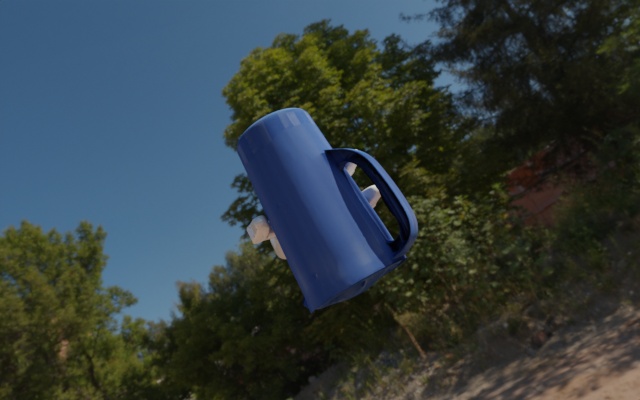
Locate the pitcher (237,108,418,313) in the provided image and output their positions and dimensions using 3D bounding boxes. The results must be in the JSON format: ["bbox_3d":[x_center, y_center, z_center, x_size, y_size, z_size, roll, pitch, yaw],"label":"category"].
[{"bbox_3d":[0.000,0.002,0.599,0.149,0.242,0.145,-26,-15,-14],"label":"pitcher"}]
